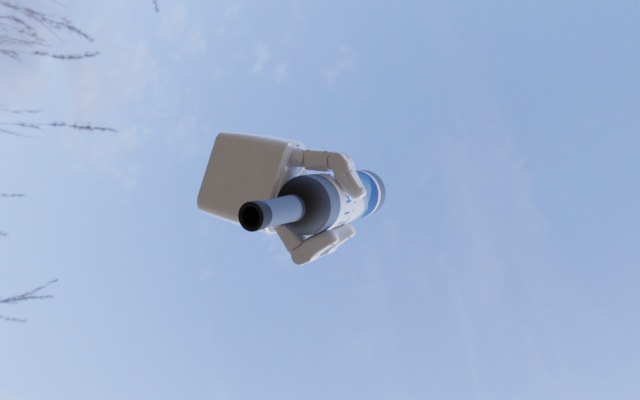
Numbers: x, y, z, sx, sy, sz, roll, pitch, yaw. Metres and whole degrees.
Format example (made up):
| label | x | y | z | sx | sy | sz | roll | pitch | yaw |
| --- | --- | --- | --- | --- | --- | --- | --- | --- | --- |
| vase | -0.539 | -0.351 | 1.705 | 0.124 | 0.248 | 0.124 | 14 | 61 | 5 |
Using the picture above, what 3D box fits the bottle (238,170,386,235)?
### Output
| label | x | y | z | sx | sy | sz | roll | pitch | yaw |
| --- | --- | --- | --- | --- | --- | --- | --- | --- | --- |
| bottle | 0.000 | 0.002 | 0.557 | 0.069 | 0.069 | 0.295 | 0 | 5 | 25 |
